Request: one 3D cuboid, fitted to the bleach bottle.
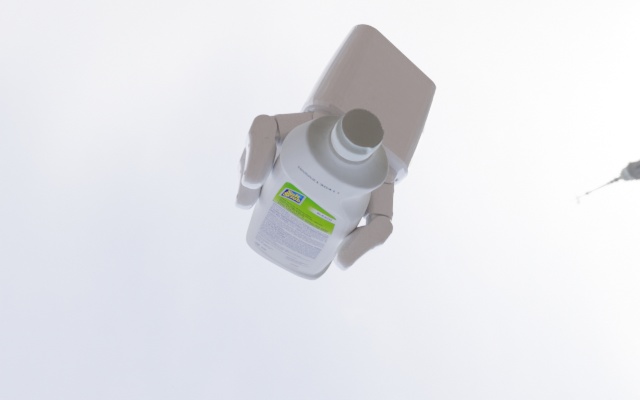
[{"bbox_3d":[0.000,0.001,0.414,0.102,0.068,0.251,28,-26,-5],"label":"bleach bottle"}]
